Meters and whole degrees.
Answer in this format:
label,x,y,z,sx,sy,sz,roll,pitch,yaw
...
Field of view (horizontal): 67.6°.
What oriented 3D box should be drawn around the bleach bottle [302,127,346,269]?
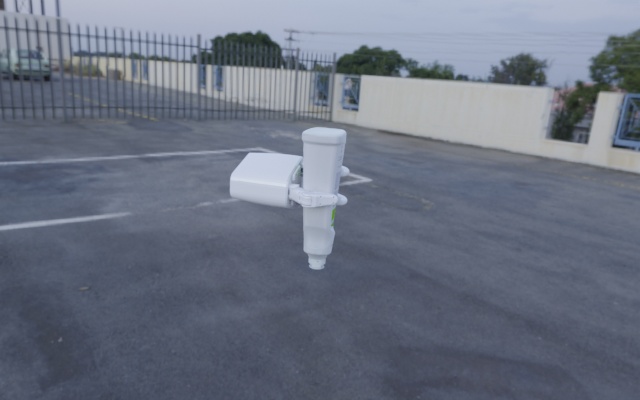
label,x,y,z,sx,sy,sz,roll,pitch,yaw
bleach bottle,0.000,0.003,0.837,0.068,0.251,0.102,7,15,11
